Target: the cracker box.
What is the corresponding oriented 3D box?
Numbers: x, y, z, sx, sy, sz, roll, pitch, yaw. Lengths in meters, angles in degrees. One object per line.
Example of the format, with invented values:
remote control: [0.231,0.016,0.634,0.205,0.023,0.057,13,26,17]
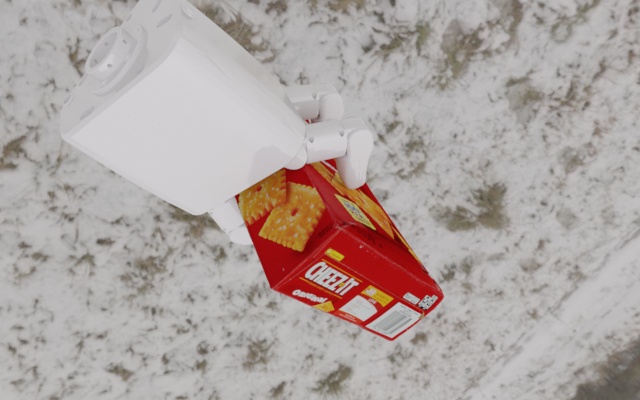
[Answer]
cracker box: [0.000,0.002,0.418,0.164,0.072,0.213,35,19,-44]
